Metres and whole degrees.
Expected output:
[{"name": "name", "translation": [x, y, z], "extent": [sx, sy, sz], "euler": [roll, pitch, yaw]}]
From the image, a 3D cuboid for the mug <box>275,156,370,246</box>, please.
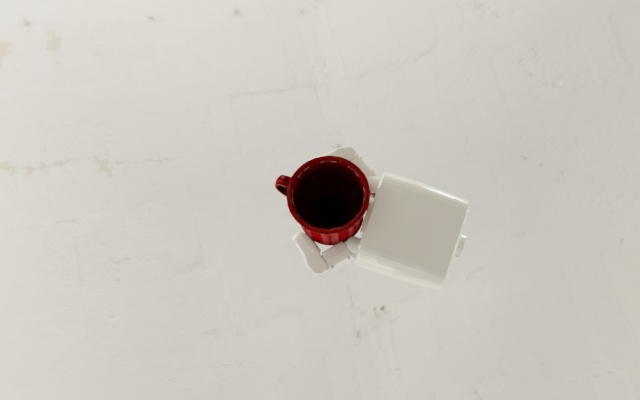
[{"name": "mug", "translation": [-0.001, 0.002, 0.567], "extent": [0.117, 0.093, 0.081], "euler": [20, -17, 11]}]
